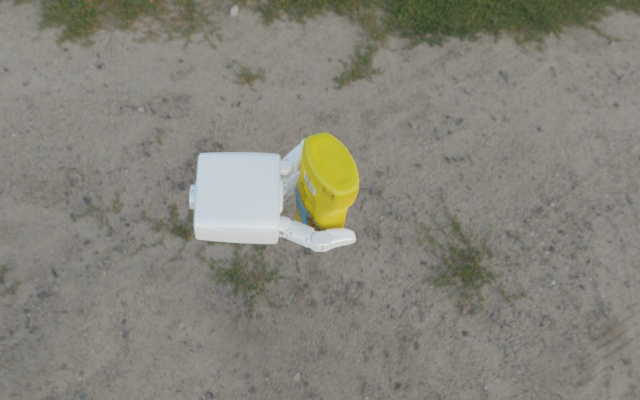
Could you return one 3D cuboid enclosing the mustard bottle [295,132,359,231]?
[{"bbox_3d":[0.000,0.002,0.651,0.058,0.096,0.192,-20,-26,-20],"label":"mustard bottle"}]
